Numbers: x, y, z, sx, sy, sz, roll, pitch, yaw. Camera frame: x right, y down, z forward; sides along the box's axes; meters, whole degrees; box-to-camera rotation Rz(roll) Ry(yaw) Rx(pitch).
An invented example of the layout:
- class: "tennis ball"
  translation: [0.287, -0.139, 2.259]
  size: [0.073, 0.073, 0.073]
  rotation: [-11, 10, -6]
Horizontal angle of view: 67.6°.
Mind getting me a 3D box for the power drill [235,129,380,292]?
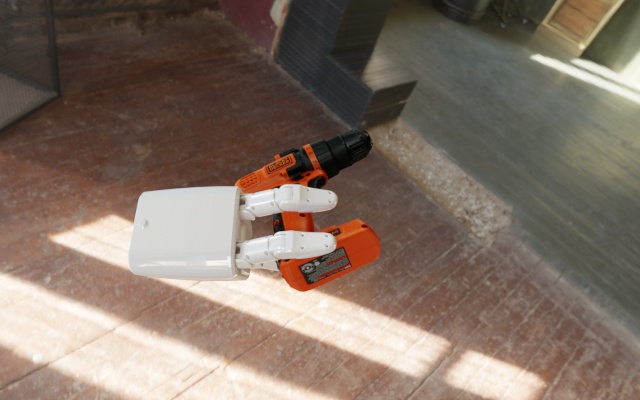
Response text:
- class: "power drill"
  translation: [0.000, 0.002, 0.552]
  size: [0.184, 0.057, 0.187]
  rotation: [-26, 41, 1]
